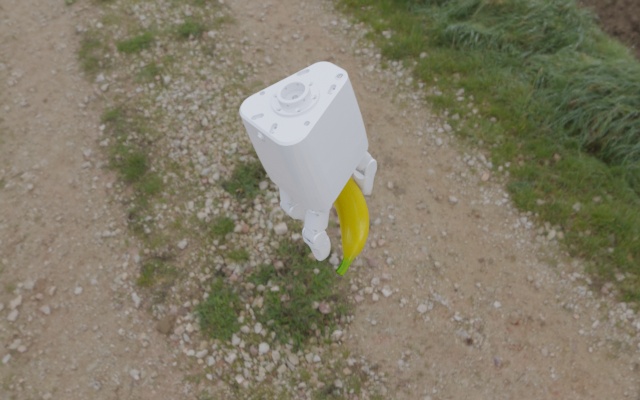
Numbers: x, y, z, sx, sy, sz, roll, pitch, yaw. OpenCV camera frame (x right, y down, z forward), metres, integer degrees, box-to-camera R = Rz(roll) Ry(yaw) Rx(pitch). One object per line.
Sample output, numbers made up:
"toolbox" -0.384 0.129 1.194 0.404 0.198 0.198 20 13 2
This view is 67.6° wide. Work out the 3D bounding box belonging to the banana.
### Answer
"banana" 0.018 -0.004 0.611 0.069 0.197 0.037 -27 -37 8
